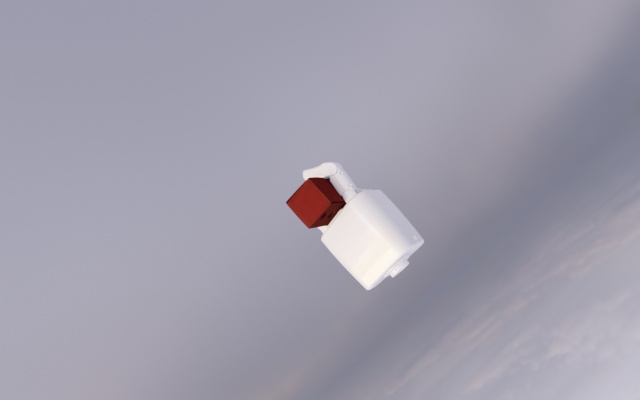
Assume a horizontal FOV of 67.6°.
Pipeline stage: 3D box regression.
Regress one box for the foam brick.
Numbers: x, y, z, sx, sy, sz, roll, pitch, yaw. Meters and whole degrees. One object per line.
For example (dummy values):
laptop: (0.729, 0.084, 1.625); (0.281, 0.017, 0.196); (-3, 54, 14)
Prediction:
foam brick: (0.000, 0.002, 0.685); (0.053, 0.051, 0.078); (-47, -18, 21)
